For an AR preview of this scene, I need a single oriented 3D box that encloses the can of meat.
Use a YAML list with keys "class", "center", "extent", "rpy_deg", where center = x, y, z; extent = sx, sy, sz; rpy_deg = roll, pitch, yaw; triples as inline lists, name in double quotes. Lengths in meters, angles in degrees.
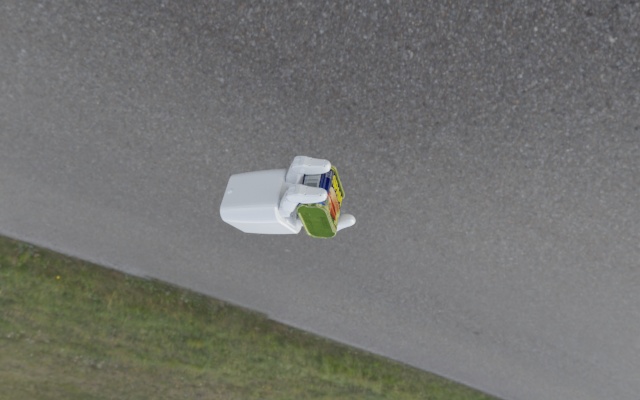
- class: "can of meat"
  center: [0.000, 0.003, 0.784]
  extent: [0.057, 0.084, 0.102]
  rpy_deg: [0, -35, 16]
